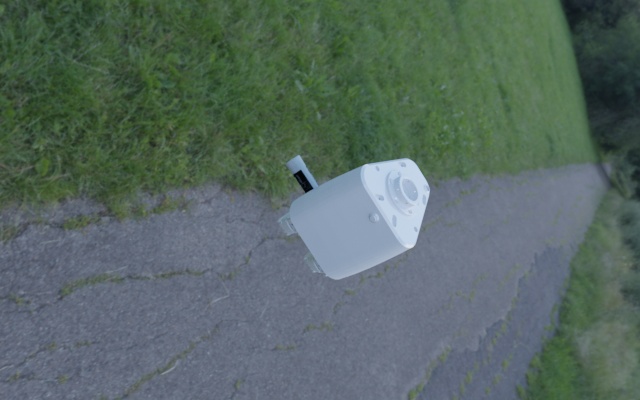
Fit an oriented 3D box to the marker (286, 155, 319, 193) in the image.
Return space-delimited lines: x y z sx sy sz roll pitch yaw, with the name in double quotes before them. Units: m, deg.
"marker" 0.000 0.002 0.564 0.020 0.121 0.020 -33 6 4
